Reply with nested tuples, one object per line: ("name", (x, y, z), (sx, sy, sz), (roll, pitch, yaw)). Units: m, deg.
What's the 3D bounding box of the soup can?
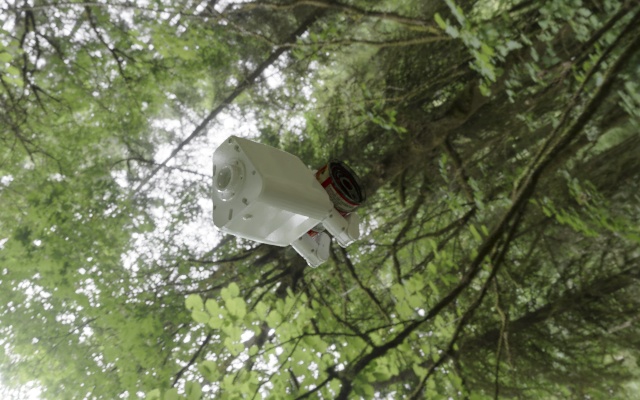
("soup can", (0.000, 0.002, 0.630), (0.102, 0.068, 0.068), (-38, -20, 28))
